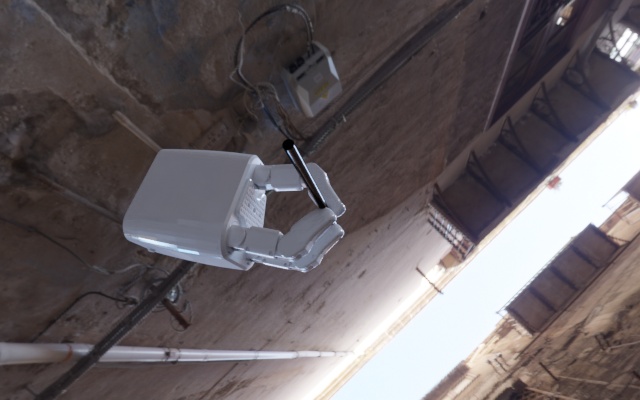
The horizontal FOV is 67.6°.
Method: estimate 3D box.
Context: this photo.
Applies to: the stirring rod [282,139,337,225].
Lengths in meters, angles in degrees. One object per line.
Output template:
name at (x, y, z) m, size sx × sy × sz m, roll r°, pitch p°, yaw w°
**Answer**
stirring rod at (0.000, 0.001, 0.418) m, size 0.011 × 0.011 × 0.240 m, roll 0°, pitch -18°, yaw 10°
